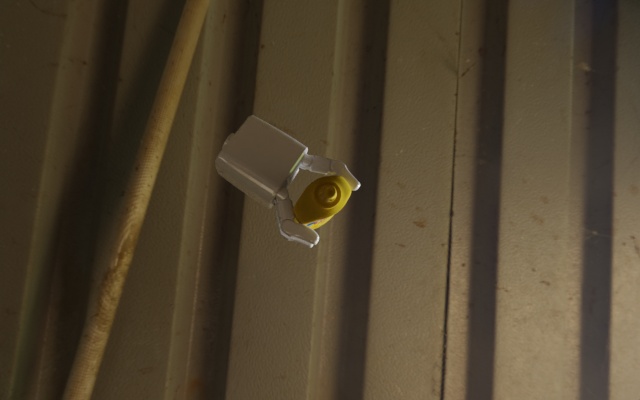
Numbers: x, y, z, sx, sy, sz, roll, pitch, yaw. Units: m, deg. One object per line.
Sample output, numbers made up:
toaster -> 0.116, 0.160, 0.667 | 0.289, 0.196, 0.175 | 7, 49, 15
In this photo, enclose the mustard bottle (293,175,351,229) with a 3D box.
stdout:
mustard bottle -> 0.000, 0.003, 0.744 | 0.096, 0.058, 0.192 | -32, -4, -11
